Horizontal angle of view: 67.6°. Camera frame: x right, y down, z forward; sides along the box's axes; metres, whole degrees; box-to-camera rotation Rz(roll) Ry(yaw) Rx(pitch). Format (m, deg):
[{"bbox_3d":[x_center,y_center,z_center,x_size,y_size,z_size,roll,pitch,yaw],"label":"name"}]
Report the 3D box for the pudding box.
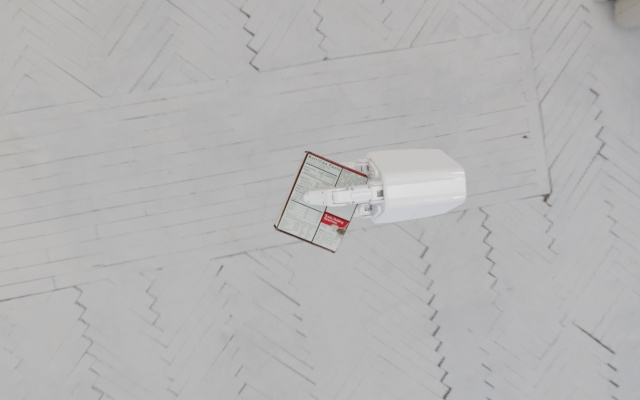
[{"bbox_3d":[0.000,0.002,0.630,0.090,0.113,0.039,23,1,-8],"label":"pudding box"}]
